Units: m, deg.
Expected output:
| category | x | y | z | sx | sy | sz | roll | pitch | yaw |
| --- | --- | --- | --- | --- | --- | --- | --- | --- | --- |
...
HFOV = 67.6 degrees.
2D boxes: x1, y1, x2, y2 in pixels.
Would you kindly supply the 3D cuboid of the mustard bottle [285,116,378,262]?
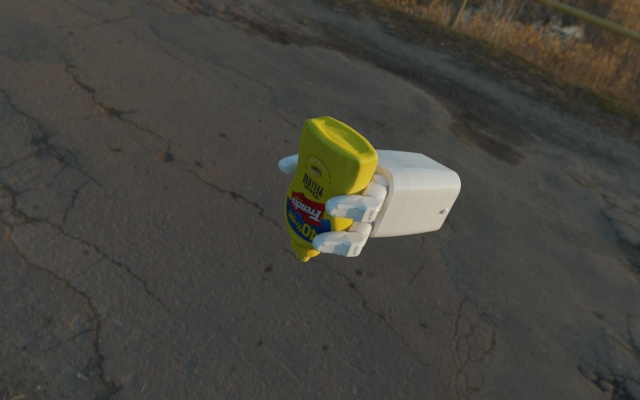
| category | x | y | z | sx | sy | sz | roll | pitch | yaw |
| --- | --- | --- | --- | --- | --- | --- | --- | --- | --- |
| mustard bottle | 0.000 | 0.002 | 0.581 | 0.058 | 0.192 | 0.096 | -22 | 52 | -41 |
